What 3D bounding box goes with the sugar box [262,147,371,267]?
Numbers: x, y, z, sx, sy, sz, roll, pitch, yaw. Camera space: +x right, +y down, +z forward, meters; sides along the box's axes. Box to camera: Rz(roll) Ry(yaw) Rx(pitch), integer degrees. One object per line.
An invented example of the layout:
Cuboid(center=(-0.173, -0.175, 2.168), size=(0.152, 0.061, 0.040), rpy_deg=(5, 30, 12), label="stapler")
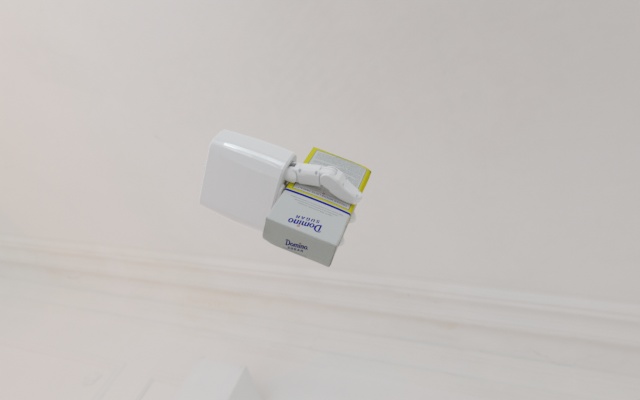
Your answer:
Cuboid(center=(0.000, 0.002, 0.632), size=(0.093, 0.048, 0.176), rpy_deg=(22, 42, 7), label="sugar box")
